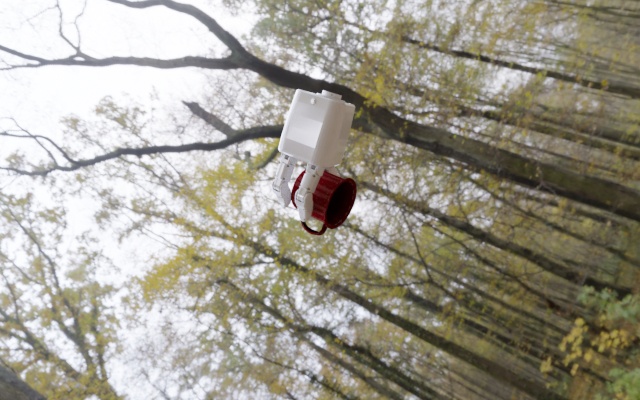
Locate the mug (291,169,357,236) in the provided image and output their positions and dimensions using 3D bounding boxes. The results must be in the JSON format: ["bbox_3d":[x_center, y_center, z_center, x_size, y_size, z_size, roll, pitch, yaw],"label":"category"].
[{"bbox_3d":[0.000,0.004,0.828,0.081,0.117,0.093,24,14,30],"label":"mug"}]
